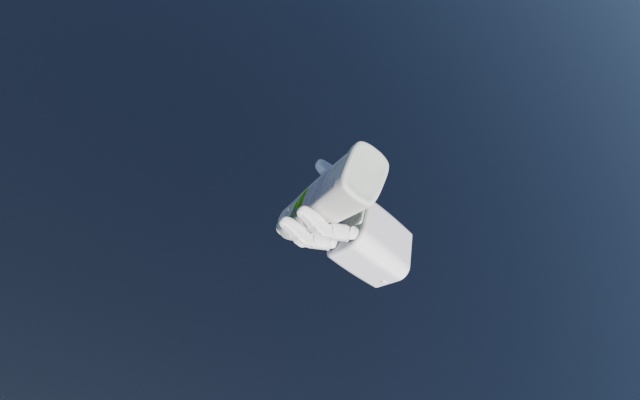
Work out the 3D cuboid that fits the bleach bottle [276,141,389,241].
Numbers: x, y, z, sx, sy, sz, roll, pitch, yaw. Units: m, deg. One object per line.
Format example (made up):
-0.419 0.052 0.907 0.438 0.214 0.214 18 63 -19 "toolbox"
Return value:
0.000 0.003 0.770 0.068 0.102 0.251 36 -35 -16 "bleach bottle"
